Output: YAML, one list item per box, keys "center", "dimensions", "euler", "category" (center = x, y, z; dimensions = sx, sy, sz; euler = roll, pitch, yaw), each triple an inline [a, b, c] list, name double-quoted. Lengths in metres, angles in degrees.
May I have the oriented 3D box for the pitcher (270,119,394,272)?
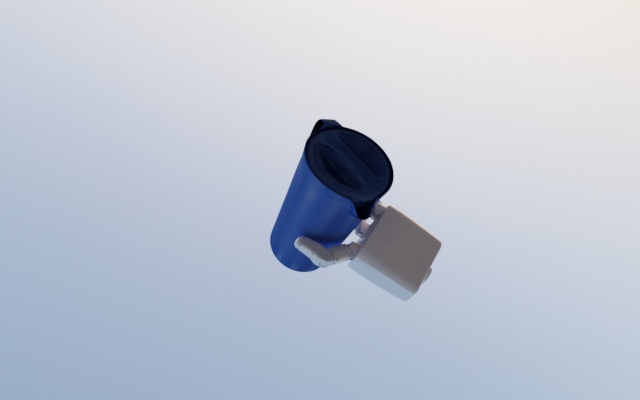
- center: [0.000, 0.003, 0.745]
  dimensions: [0.145, 0.149, 0.243]
  euler: [33, -42, 2]
  category: "pitcher"
